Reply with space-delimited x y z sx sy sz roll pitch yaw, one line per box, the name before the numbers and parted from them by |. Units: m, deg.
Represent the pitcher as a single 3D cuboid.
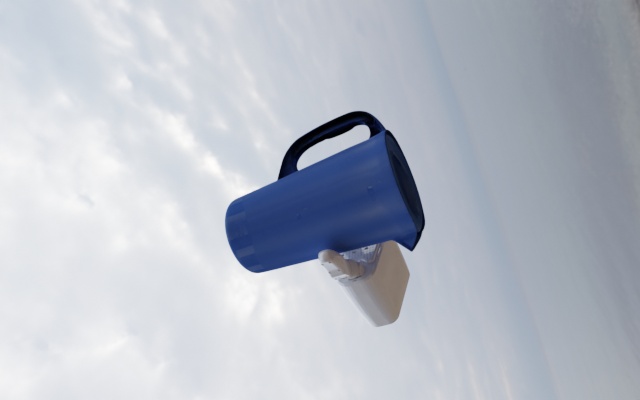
pitcher | 0.000 0.002 0.618 0.243 0.145 0.149 -19 36 19
